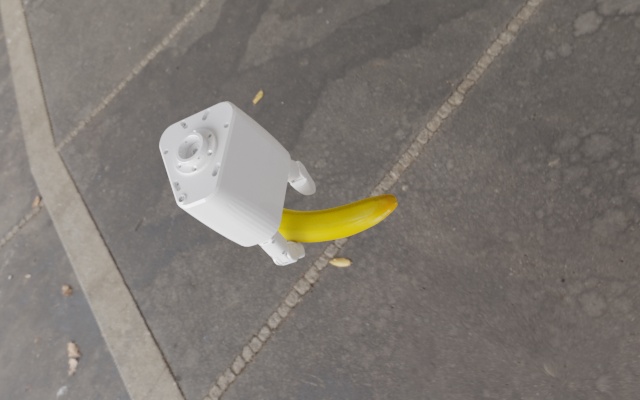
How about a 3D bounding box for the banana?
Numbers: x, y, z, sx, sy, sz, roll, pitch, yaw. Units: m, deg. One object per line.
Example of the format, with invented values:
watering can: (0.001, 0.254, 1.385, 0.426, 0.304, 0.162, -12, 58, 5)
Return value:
banana: (-0.008, 0.019, 0.572, 0.198, 0.069, 0.037, 3, -24, 29)
